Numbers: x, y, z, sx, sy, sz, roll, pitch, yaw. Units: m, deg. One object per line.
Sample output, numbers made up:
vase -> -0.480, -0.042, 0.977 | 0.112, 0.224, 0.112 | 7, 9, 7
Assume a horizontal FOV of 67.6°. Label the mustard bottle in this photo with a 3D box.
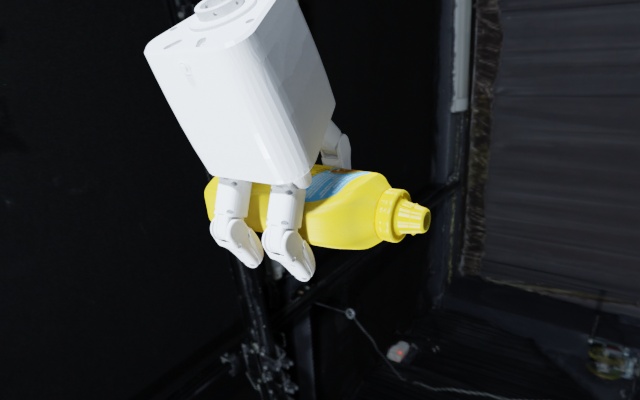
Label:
mustard bottle -> 0.000, 0.002, 0.406 | 0.191, 0.058, 0.096 | 9, 24, 34
